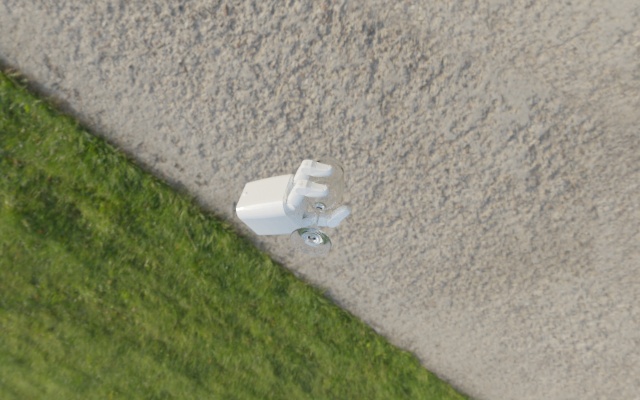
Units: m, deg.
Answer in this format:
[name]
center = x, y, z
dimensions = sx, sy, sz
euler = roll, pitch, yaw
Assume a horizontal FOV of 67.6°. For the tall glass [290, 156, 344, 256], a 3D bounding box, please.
[tall glass]
center = 0.000, 0.003, 0.899
dimensions = 0.079, 0.079, 0.201
euler = 0, 44, 15
